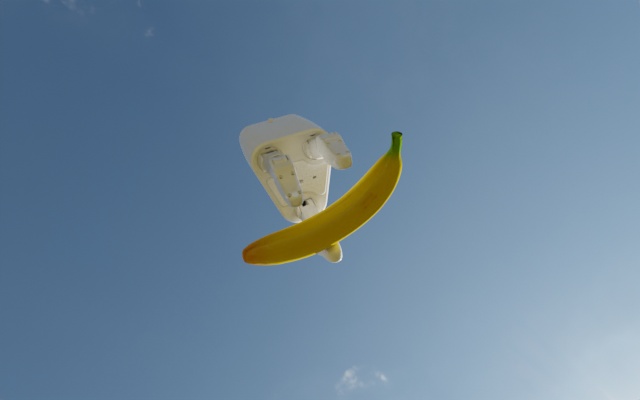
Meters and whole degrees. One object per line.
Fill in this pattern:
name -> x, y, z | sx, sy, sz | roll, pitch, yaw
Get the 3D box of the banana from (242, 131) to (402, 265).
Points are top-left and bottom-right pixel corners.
banana -> 0.013, 0.012, 0.487 | 0.198, 0.070, 0.037 | -39, 33, 0
